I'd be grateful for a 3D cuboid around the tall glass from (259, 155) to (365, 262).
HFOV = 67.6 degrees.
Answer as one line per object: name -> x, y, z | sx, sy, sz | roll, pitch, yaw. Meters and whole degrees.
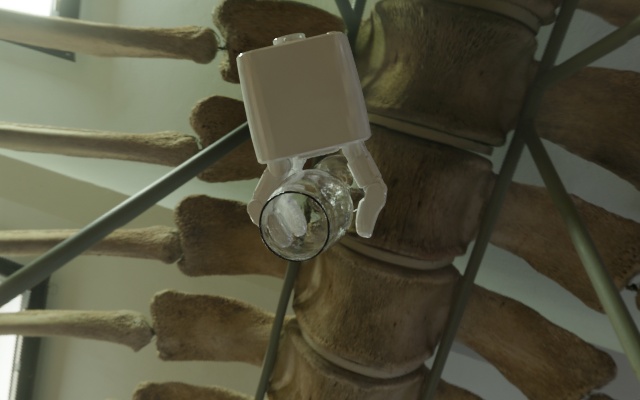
tall glass -> 0.000, 0.002, 0.489 | 0.079, 0.079, 0.201 | 0, 12, 13
